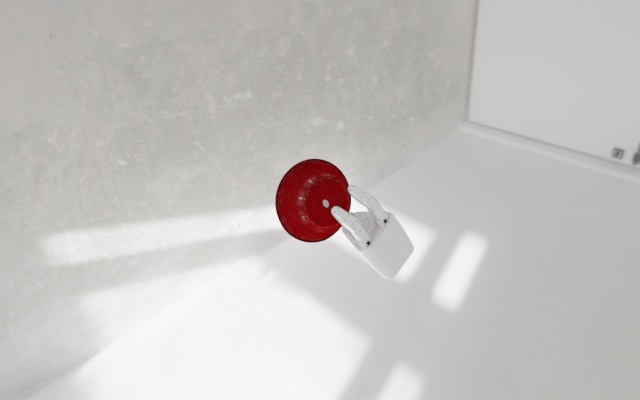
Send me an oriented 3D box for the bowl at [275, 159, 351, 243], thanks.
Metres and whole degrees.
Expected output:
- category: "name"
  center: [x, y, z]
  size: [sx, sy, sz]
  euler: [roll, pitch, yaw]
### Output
- category: "bowl"
  center: [-0.001, 0.002, 0.886]
  size: [0.162, 0.162, 0.055]
  euler: [0, 5, -27]
